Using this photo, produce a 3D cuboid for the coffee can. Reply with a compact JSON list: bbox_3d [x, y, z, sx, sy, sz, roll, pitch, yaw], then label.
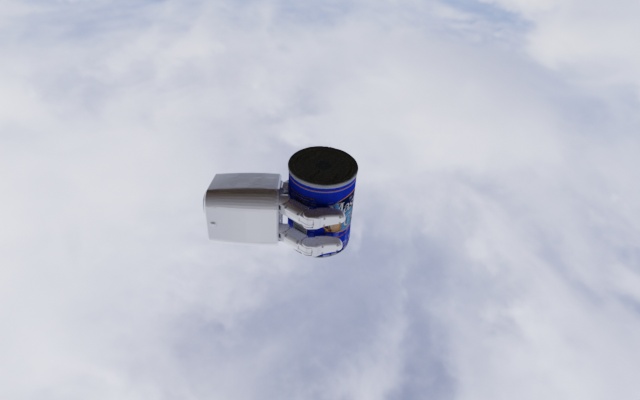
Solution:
[{"bbox_3d":[0.000,0.002,0.734,0.103,0.140,0.102,3,38,-2],"label":"coffee can"}]
